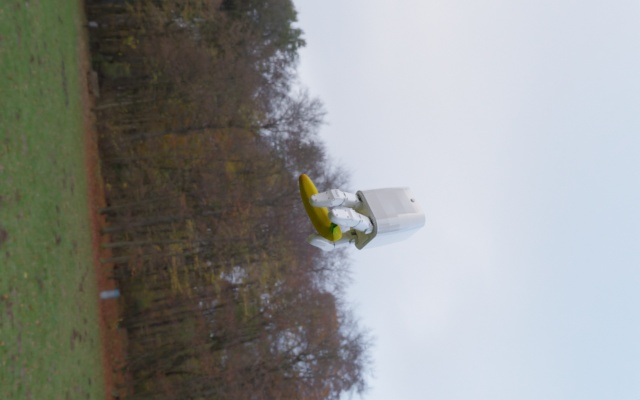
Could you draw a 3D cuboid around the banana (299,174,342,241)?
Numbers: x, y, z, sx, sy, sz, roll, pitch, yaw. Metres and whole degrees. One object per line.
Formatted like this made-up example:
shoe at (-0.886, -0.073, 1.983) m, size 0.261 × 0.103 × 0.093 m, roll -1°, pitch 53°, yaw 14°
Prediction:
banana at (0.001, 0.021, 0.885) m, size 0.037 × 0.070 × 0.197 m, roll -9°, pitch 31°, yaw -18°
